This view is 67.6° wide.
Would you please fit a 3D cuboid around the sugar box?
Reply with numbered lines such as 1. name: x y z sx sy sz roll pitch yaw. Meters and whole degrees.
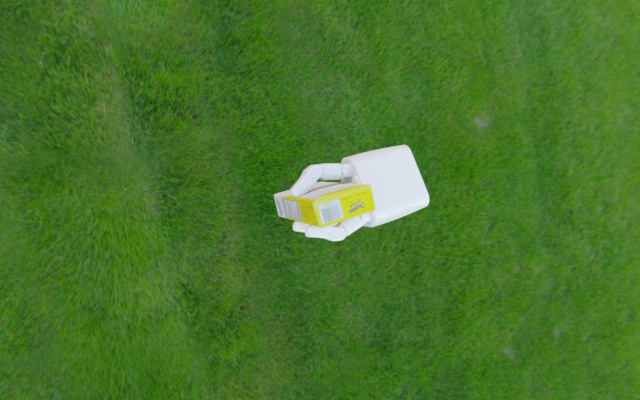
1. sugar box: 0.000 0.003 0.738 0.093 0.048 0.176 -16 7 -21
